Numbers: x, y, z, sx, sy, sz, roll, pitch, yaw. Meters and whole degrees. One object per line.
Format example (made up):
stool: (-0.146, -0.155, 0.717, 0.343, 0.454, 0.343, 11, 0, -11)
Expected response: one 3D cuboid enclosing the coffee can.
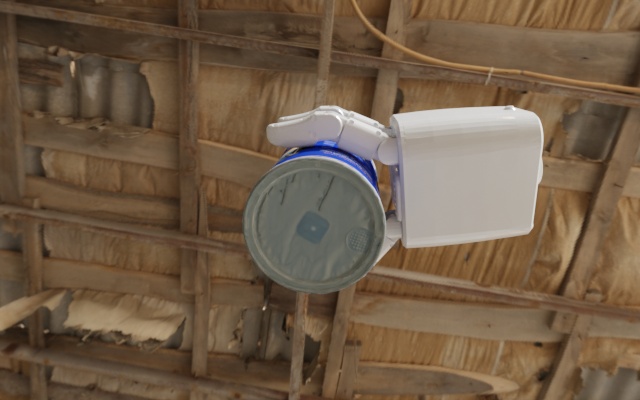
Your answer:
coffee can: (0.000, 0.001, 0.404, 0.103, 0.103, 0.140, 0, 16, 4)
